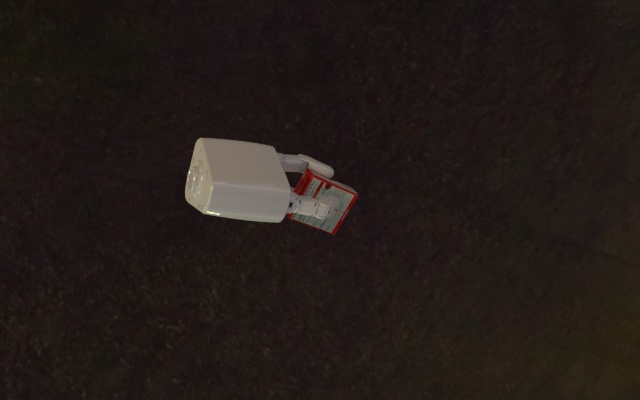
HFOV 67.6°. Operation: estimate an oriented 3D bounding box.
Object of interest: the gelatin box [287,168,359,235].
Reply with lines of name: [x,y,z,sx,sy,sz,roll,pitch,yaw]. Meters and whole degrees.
gelatin box: [0.001,0.003,0.701,0.089,0.073,0.030,22,16,-32]
